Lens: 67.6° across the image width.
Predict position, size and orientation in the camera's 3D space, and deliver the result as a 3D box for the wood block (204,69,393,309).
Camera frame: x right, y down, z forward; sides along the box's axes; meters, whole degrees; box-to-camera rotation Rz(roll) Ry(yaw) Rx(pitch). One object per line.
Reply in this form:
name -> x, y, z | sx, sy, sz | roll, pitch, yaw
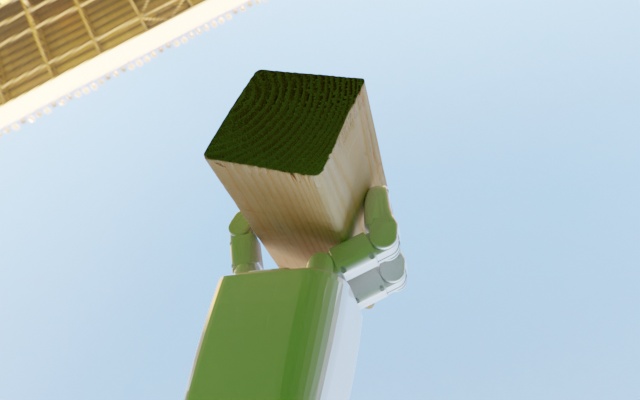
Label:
wood block -> 0.000, 0.002, 0.402 | 0.091, 0.090, 0.206 | 11, -31, 23
